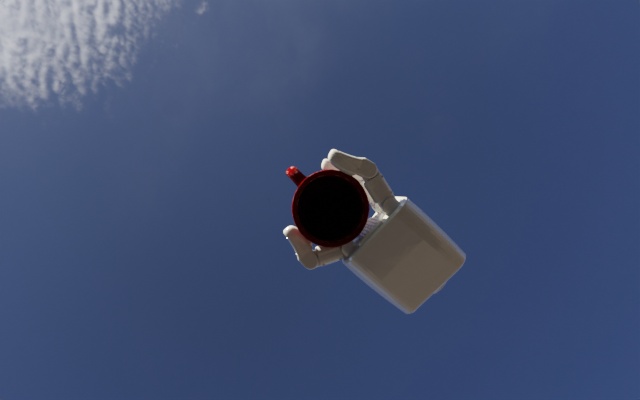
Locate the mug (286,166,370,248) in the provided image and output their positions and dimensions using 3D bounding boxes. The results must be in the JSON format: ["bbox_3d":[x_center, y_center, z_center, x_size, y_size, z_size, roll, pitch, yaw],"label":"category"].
[{"bbox_3d":[-0.001,0.001,0.607,0.117,0.093,0.081,42,-4,-3],"label":"mug"}]
